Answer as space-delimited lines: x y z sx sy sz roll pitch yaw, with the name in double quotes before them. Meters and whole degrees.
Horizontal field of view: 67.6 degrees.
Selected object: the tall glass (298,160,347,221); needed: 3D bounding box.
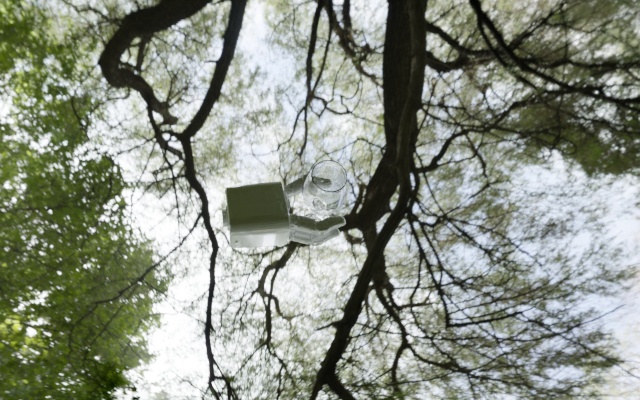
"tall glass" 0.000 0.003 0.882 0.079 0.079 0.201 0 -26 -10
